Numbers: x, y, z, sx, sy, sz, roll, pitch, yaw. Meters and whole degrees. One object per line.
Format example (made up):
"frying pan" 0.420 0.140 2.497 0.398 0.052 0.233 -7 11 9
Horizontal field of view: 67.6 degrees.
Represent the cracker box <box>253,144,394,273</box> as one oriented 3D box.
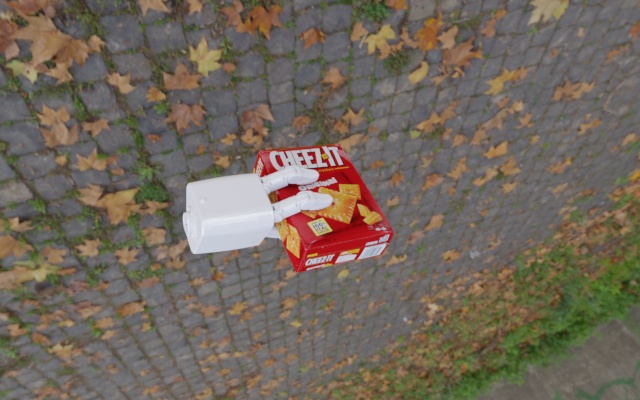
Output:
"cracker box" 0.000 0.003 0.793 0.164 0.213 0.072 -8 -38 -28
